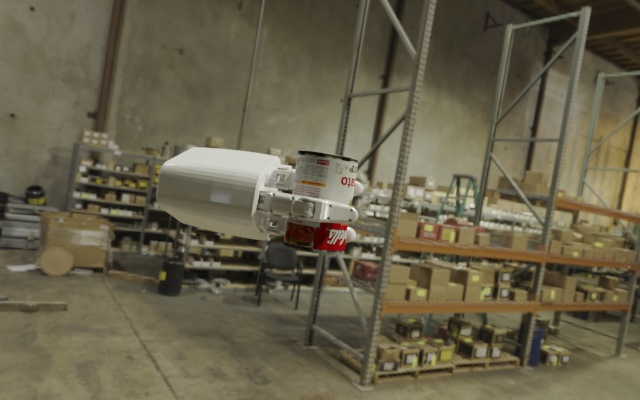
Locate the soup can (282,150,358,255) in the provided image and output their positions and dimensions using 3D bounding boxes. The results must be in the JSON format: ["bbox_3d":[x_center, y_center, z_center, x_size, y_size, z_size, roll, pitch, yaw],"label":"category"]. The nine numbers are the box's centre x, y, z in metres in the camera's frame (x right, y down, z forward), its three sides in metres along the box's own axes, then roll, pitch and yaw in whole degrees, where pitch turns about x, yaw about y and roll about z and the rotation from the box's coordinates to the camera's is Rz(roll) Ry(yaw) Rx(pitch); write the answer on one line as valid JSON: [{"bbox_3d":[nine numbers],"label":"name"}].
[{"bbox_3d":[0.001,0.001,0.515,0.068,0.102,0.068,9,2,0],"label":"soup can"}]
